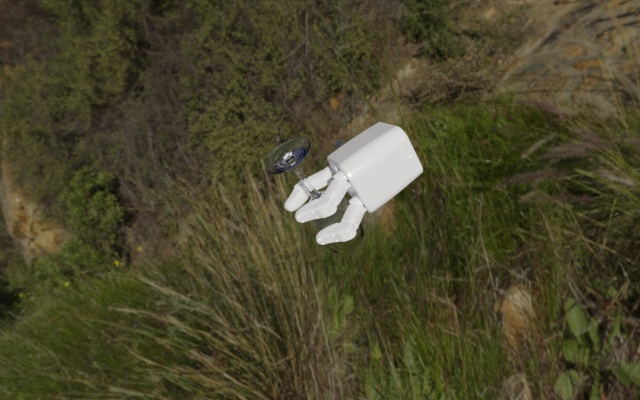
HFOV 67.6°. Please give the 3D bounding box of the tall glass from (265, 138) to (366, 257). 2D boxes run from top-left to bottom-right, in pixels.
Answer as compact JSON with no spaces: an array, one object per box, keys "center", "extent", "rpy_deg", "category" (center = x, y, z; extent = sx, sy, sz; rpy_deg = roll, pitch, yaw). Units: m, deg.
[{"center":[0.000,0.002,0.731],"extent":[0.079,0.079,0.201],"rpy_deg":[0,-42,39],"category":"tall glass"}]
